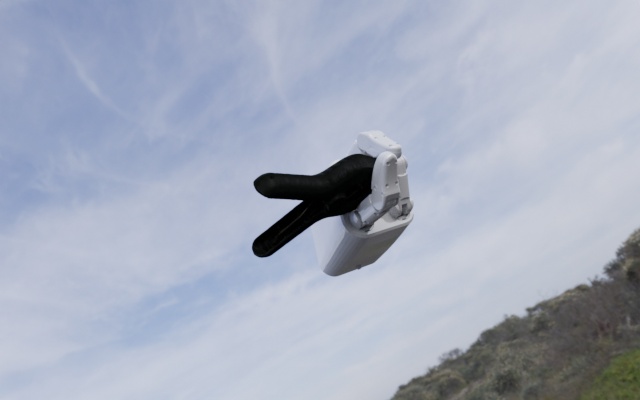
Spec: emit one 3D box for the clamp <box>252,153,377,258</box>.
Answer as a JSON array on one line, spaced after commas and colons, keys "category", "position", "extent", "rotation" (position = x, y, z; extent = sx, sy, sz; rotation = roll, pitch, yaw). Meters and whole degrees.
[{"category": "clamp", "position": [0.000, 0.001, 0.498], "extent": [0.171, 0.039, 0.120], "rotation": [-15, -29, -30]}]
